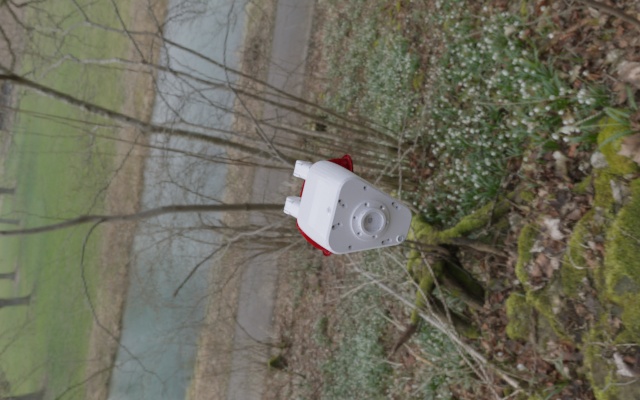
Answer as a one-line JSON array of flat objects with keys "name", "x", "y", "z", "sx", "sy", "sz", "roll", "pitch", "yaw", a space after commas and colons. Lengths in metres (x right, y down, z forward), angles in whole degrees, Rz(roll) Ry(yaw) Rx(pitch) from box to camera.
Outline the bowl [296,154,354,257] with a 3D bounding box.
[{"name": "bowl", "x": -0.001, "y": 0.002, "z": 0.737, "sx": 0.055, "sy": 0.162, "sz": 0.162, "roll": 12, "pitch": -2, "yaw": -10}]
